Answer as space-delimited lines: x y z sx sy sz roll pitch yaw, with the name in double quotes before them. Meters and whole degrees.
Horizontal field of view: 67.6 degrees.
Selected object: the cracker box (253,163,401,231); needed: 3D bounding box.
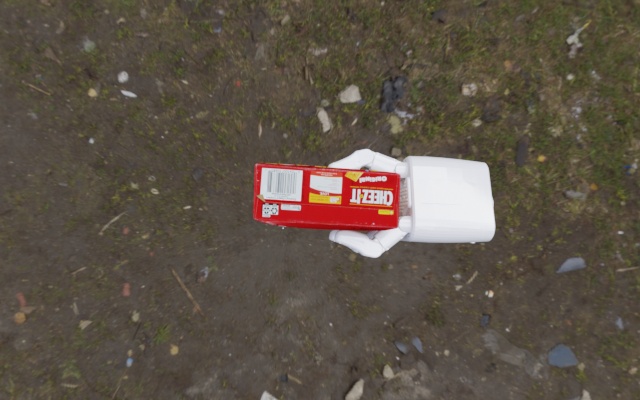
"cracker box" 0.000 0.002 0.627 0.164 0.072 0.214 3 -4 -4
